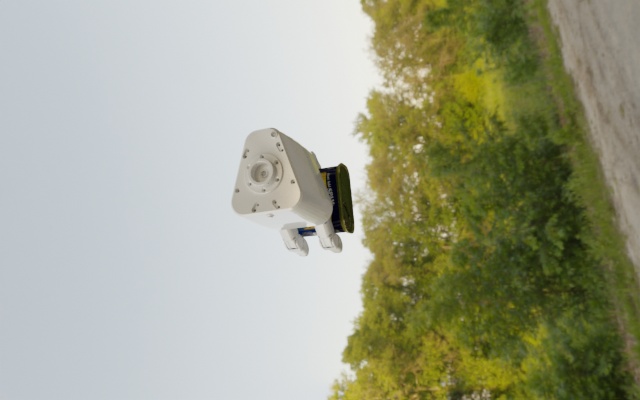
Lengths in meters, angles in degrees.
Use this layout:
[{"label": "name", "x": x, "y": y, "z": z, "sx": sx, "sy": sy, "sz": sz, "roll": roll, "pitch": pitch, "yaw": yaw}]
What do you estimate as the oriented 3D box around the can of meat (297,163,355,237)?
[{"label": "can of meat", "x": 0.000, "y": 0.002, "z": 0.702, "sx": 0.084, "sy": 0.102, "sz": 0.057, "roll": -8, "pitch": -9, "yaw": 17}]
